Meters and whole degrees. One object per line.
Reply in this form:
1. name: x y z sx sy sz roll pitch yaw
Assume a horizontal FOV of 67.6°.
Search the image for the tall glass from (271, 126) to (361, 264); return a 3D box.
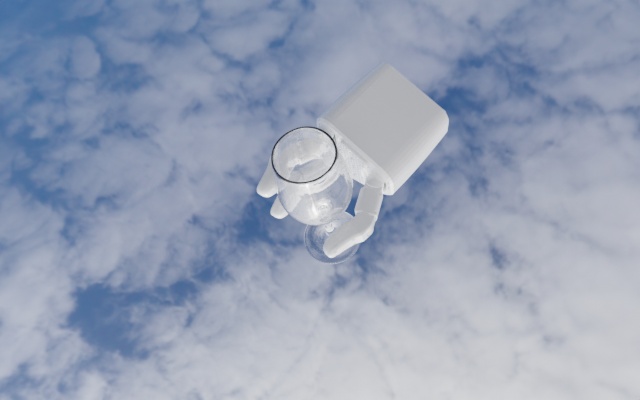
1. tall glass: 0.000 0.002 0.521 0.079 0.079 0.201 0 -26 10
